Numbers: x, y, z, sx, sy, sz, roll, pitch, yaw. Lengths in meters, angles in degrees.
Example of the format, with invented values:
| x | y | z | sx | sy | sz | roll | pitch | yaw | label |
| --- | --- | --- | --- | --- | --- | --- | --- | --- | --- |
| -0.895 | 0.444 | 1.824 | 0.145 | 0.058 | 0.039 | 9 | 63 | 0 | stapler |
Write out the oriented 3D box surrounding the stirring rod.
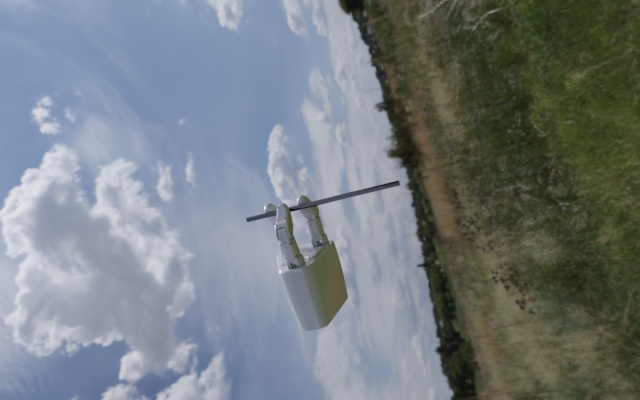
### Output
| x | y | z | sx | sy | sz | roll | pitch | yaw | label |
| --- | --- | --- | --- | --- | --- | --- | --- | --- | --- |
| 0.000 | 0.002 | 0.715 | 0.239 | 0.011 | 0.011 | -14 | -3 | 13 | stirring rod |
